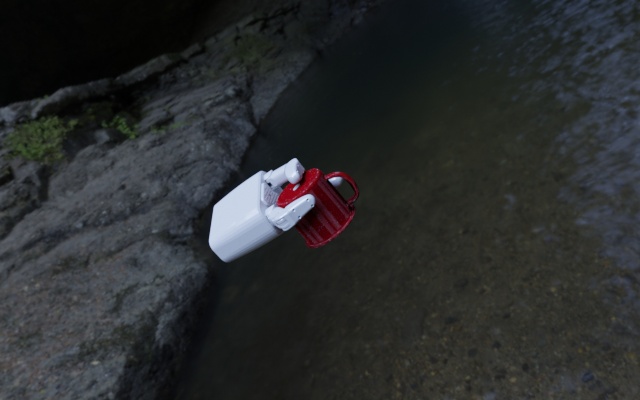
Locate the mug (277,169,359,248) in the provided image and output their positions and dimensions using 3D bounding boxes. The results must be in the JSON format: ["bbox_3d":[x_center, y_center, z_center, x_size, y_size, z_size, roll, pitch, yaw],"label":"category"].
[{"bbox_3d":[0.001,0.001,0.691,0.117,0.081,0.093,-33,21,19],"label":"mug"}]
